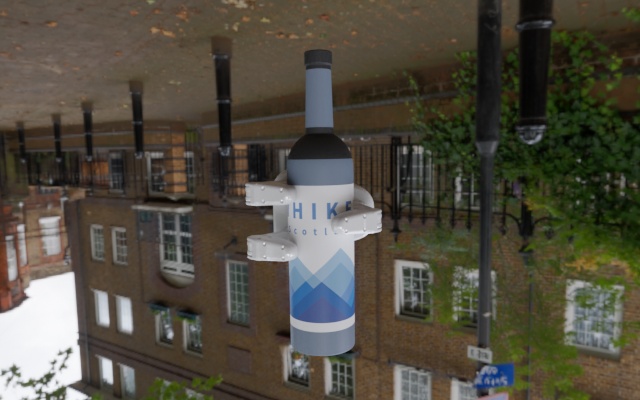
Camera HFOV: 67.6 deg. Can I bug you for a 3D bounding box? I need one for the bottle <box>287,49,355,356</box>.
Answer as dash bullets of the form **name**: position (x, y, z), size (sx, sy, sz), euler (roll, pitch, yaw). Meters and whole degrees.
- **bottle**: position (0.000, 0.002, 0.481), size (0.069, 0.296, 0.069), euler (-1, 6, 0)
